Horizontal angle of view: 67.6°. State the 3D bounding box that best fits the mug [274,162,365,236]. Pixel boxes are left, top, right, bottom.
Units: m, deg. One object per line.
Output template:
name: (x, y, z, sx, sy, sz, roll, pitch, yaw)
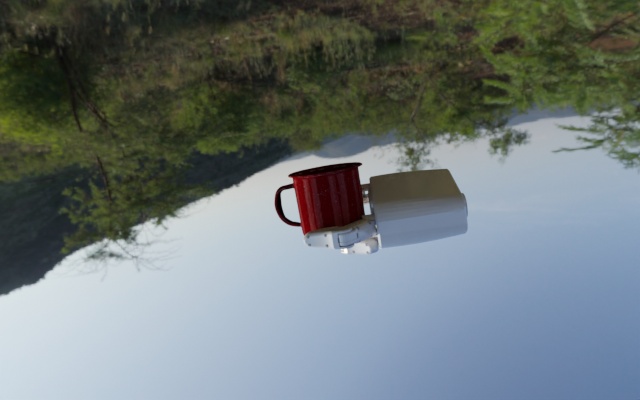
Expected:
mug: (-0.001, 0.002, 0.596, 0.117, 0.081, 0.093, -8, 9, 6)
